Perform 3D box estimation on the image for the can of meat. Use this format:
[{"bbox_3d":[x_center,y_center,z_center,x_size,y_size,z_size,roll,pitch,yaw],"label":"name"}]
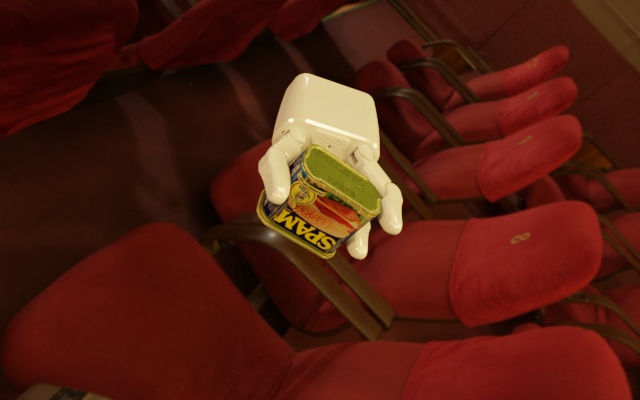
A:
[{"bbox_3d":[0.000,0.001,0.495,0.102,0.057,0.084,32,-52,-19],"label":"can of meat"}]
